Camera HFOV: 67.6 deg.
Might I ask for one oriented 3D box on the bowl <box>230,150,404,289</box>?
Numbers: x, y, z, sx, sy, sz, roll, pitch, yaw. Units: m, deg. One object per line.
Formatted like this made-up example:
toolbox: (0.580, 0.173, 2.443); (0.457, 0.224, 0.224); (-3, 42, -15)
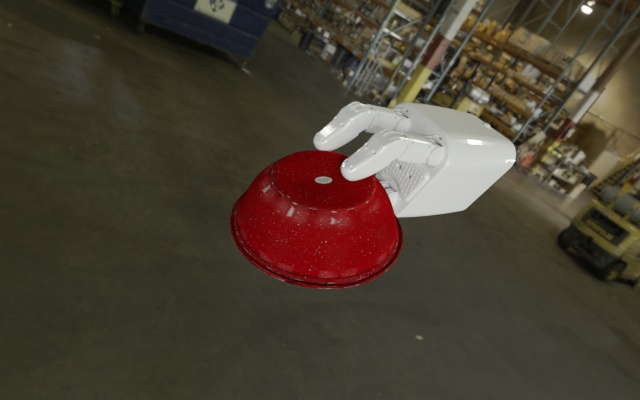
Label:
bowl: (-0.001, 0.002, 0.429); (0.162, 0.055, 0.162); (5, 38, -4)
